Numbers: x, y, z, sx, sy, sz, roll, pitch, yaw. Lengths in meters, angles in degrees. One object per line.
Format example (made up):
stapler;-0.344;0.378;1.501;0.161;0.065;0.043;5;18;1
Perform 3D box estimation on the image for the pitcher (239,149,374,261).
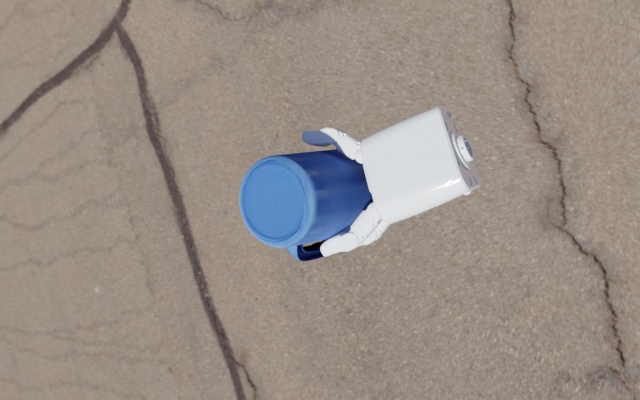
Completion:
pitcher;0.000;0.002;0.650;0.145;0.149;0.243;-21;-5;29
